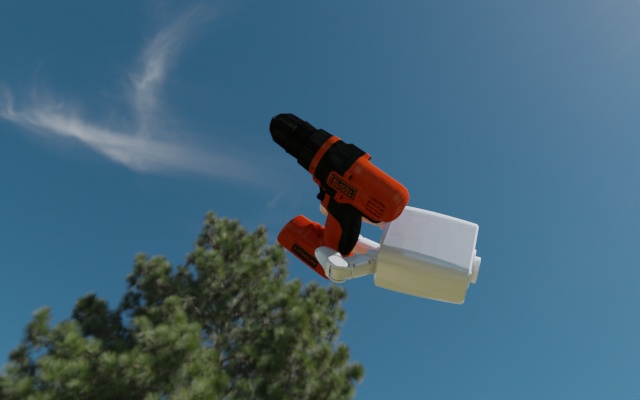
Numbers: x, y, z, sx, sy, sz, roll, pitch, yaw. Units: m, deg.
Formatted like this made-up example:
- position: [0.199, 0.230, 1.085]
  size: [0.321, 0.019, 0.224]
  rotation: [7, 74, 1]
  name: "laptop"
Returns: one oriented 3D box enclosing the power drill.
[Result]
- position: [0.000, 0.002, 0.589]
  size: [0.184, 0.188, 0.057]
  rotation: [37, 51, 14]
  name: "power drill"
